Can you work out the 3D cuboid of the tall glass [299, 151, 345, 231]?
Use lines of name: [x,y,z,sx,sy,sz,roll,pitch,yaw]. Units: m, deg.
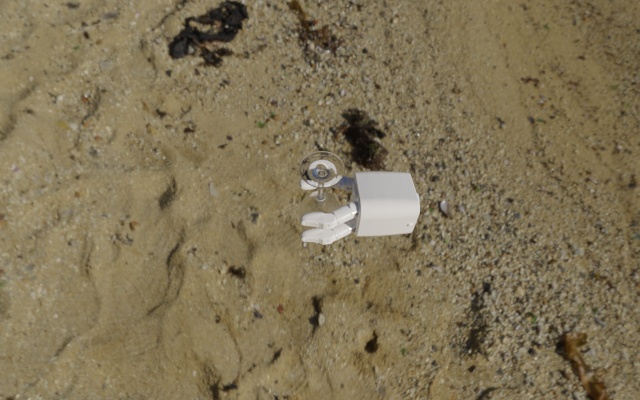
tall glass: [0.000,0.002,0.854,0.079,0.079,0.201,0,-33,-2]
